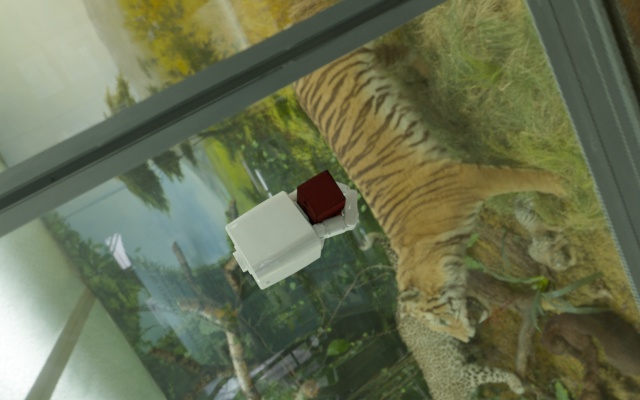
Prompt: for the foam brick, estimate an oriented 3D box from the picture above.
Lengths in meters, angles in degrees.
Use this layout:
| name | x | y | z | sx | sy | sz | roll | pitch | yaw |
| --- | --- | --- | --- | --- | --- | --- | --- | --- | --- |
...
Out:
| name | x | y | z | sx | sy | sz | roll | pitch | yaw |
| --- | --- | --- | --- | --- | --- | --- | --- | --- | --- |
| foam brick | 0.000 | 0.002 | 0.698 | 0.051 | 0.053 | 0.078 | -30 | -18 | -13 |
